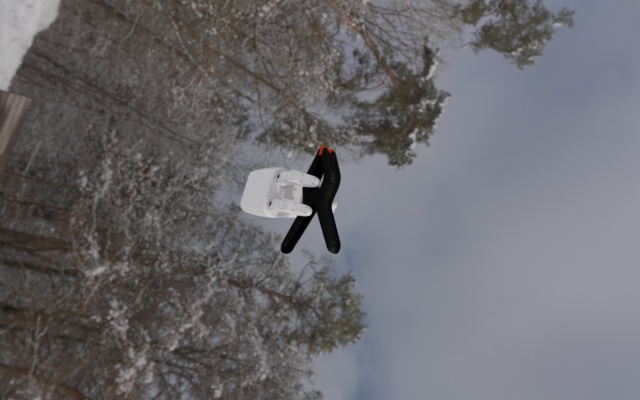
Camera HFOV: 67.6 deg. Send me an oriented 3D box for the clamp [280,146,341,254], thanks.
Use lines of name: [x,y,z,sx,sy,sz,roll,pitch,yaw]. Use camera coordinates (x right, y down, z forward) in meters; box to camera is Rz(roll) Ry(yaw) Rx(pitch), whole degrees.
clamp: [0.001,0.003,0.863,0.036,0.210,0.164,21,-10,-34]
